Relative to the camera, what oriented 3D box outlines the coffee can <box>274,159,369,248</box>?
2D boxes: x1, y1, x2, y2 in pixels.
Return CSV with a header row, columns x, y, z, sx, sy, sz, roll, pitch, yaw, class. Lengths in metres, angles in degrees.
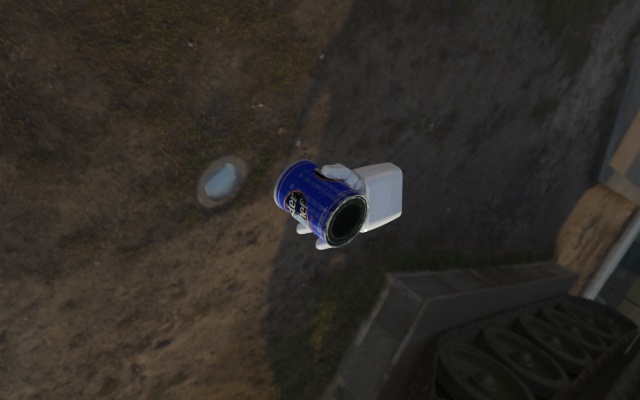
x,y,z,sx,sy,sz,roll,pitch,yaw,class
0.000,0.003,0.838,0.103,0.103,0.140,0,28,-48,coffee can
